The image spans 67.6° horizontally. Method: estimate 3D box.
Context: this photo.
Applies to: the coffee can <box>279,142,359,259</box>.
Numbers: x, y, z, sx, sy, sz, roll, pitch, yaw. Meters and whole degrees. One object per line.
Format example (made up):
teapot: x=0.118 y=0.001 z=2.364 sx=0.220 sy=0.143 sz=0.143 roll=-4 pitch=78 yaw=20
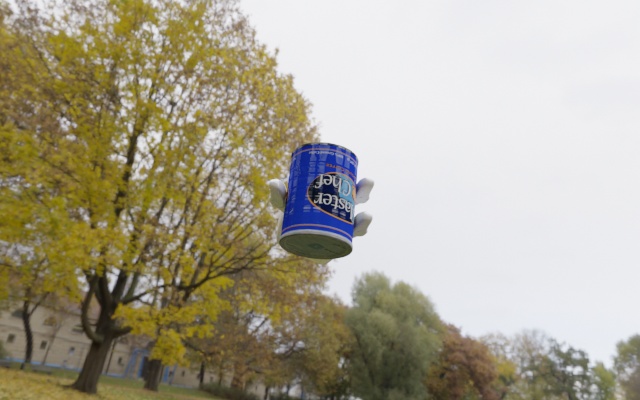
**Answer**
coffee can: x=0.000 y=0.002 z=0.687 sx=0.103 sy=0.140 sz=0.103 roll=5 pitch=-25 yaw=2
